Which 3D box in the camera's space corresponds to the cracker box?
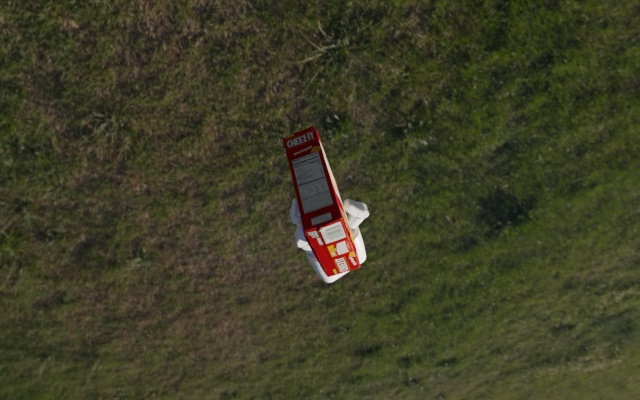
[{"bbox_3d":[0.000,0.003,0.847,0.072,0.213,0.164,-19,-38,4],"label":"cracker box"}]
